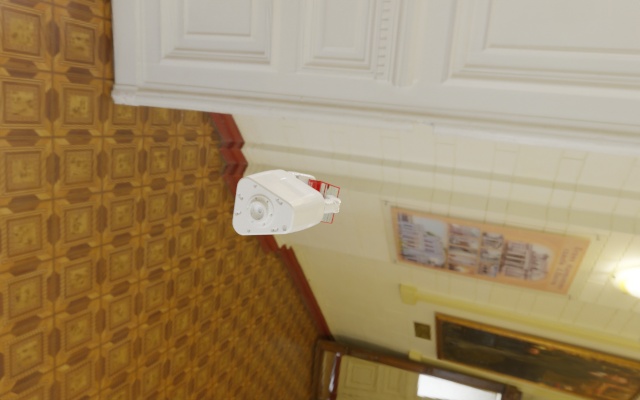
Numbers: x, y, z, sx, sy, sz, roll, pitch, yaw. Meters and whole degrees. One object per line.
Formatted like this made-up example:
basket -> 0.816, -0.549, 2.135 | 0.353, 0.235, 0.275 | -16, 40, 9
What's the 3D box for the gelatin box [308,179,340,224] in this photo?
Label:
gelatin box -> 0.001, 0.003, 0.891 | 0.030, 0.073, 0.089 | 11, -1, 26
